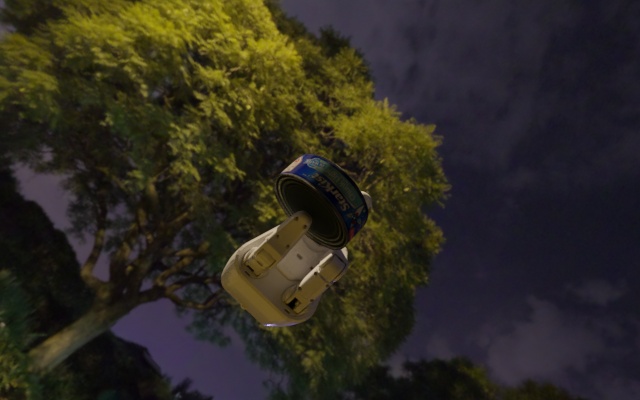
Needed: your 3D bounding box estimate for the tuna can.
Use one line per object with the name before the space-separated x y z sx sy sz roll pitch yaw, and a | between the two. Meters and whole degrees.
tuna can | 0.000 0.001 0.422 0.033 0.086 0.086 -44 22 -25
